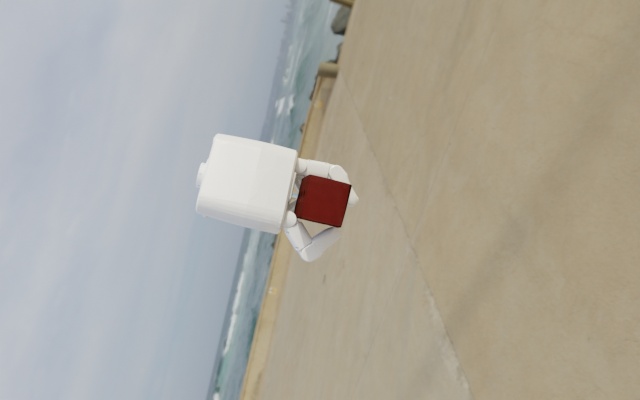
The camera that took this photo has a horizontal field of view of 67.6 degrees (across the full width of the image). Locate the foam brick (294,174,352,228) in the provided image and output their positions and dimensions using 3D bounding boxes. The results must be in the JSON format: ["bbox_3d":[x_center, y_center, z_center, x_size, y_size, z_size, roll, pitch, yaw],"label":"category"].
[{"bbox_3d":[0.000,0.002,0.579,0.051,0.053,0.078,14,-4,-8],"label":"foam brick"}]
